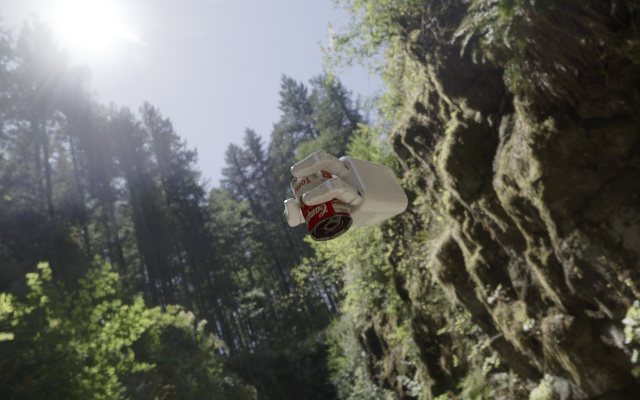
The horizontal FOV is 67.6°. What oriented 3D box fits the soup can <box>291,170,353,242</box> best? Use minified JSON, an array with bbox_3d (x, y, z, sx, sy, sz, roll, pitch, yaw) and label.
[{"bbox_3d":[0.000,0.002,0.738,0.068,0.102,0.068,-17,-31,-11],"label":"soup can"}]
